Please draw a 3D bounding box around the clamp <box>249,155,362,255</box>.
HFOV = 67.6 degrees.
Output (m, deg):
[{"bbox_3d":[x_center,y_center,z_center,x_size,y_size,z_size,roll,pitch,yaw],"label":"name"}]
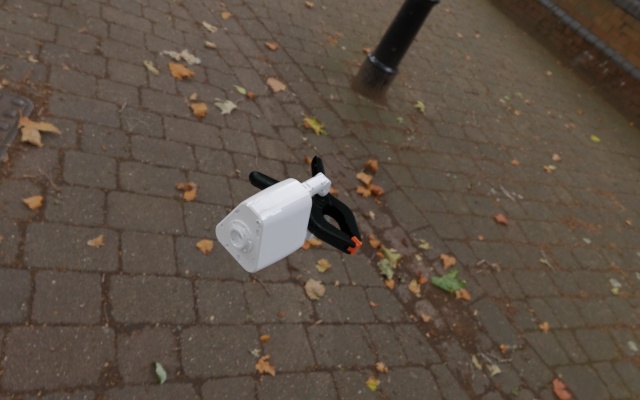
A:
[{"bbox_3d":[0.001,0.003,0.815,0.164,0.210,0.036,-29,-23,-46],"label":"clamp"}]
